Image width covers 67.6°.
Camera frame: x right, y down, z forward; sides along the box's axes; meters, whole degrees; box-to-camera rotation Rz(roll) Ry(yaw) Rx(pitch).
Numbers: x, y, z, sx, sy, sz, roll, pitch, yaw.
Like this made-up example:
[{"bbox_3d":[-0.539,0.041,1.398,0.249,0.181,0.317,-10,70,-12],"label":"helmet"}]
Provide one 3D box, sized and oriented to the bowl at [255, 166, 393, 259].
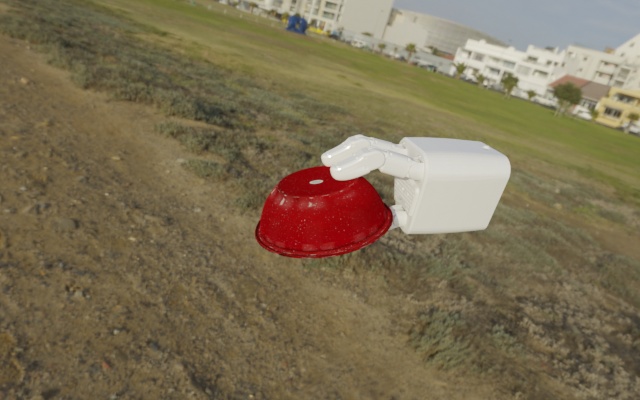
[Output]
[{"bbox_3d":[-0.001,0.002,0.544,0.162,0.055,0.162,-7,24,3],"label":"bowl"}]
